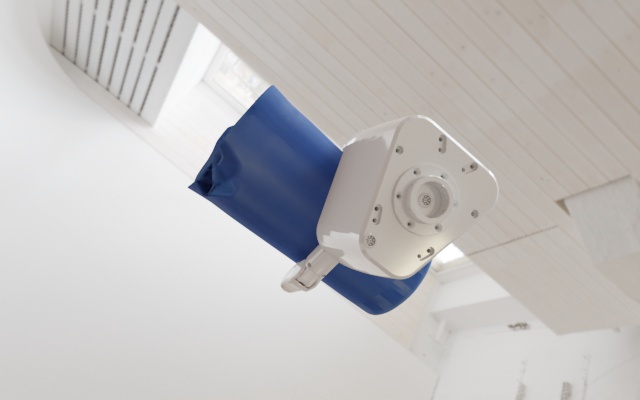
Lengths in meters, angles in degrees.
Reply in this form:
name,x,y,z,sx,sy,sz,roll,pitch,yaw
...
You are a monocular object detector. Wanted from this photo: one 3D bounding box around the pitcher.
name,x,y,z,sx,sy,sz,roll,pitch,yaw
pitcher,0.000,0.002,0.504,0.243,0.149,0.145,40,-11,-10
